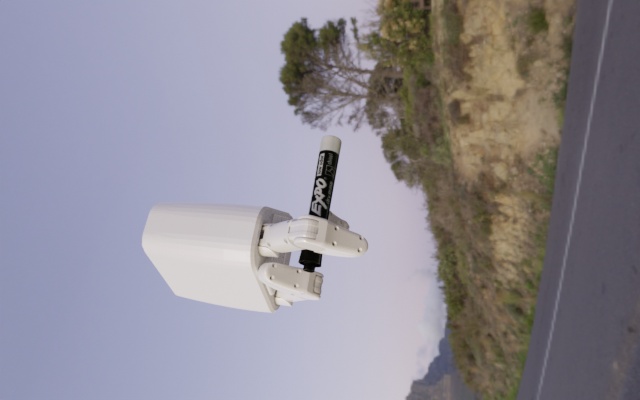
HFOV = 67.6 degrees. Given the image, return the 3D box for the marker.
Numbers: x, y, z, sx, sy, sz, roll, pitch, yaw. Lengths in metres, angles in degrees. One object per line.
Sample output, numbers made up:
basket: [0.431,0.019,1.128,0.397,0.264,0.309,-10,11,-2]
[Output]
marker: [0.000,0.001,0.401,0.020,0.121,0.020,8,-23,4]
